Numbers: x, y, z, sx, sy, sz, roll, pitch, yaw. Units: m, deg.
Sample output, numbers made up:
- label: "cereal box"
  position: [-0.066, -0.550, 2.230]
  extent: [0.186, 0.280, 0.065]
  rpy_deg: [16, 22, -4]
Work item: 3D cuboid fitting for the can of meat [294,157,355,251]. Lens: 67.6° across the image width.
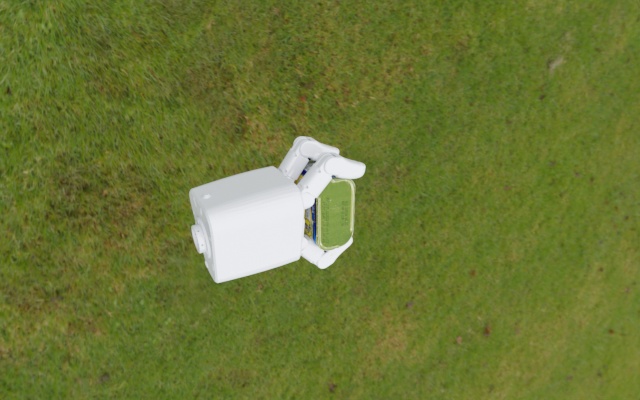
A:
- label: "can of meat"
  position: [0.000, 0.002, 0.607]
  extent: [0.057, 0.102, 0.084]
  rpy_deg: [-13, 29, -24]
